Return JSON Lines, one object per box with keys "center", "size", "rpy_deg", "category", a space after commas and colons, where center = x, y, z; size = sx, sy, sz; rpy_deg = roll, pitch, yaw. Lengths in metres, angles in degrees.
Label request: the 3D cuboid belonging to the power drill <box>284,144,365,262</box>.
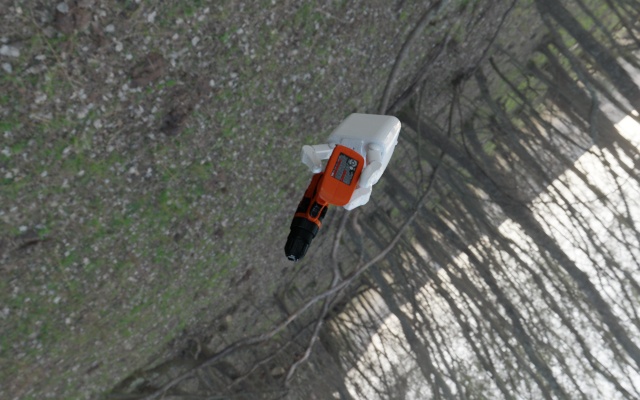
{"center": [0.000, 0.002, 0.816], "size": [0.057, 0.184, 0.188], "rpy_deg": [25, -28, -10], "category": "power drill"}
